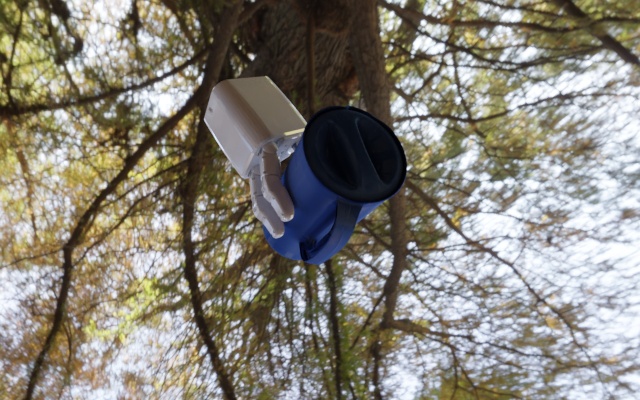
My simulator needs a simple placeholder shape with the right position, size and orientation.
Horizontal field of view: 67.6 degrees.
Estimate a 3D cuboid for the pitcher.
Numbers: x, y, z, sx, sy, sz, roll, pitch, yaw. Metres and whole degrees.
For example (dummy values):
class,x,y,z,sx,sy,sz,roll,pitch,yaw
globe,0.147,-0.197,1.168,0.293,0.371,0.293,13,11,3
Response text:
class,x,y,z,sx,sy,sz,roll,pitch,yaw
pitcher,0.000,0.002,0.643,0.149,0.145,0.243,-31,-11,-33
